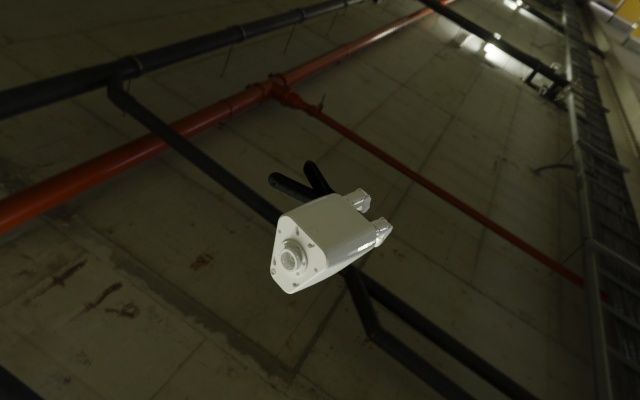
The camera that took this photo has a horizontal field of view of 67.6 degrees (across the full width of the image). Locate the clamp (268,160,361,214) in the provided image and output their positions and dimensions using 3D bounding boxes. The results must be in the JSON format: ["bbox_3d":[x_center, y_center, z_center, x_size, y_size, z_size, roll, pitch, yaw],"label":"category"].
[{"bbox_3d":[0.000,0.003,0.733,0.171,0.039,0.120,44,37,21],"label":"clamp"}]
